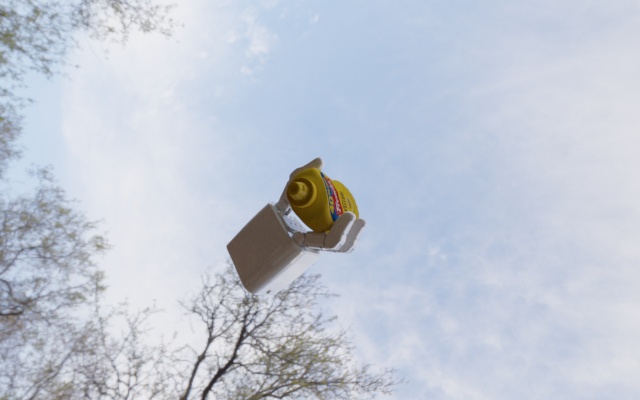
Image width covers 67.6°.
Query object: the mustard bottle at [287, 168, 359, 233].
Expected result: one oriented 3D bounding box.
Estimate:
[{"bbox_3d":[0.000,0.002,0.710,0.058,0.096,0.192,-18,-17,19],"label":"mustard bottle"}]
